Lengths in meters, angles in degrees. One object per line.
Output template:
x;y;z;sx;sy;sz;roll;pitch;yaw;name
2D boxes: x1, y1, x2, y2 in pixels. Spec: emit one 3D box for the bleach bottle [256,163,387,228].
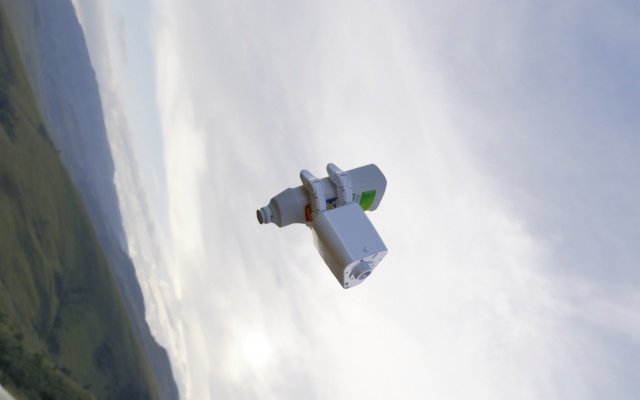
0.000;0.003;0.883;0.251;0.068;0.103;-16;-34;-27;bleach bottle
